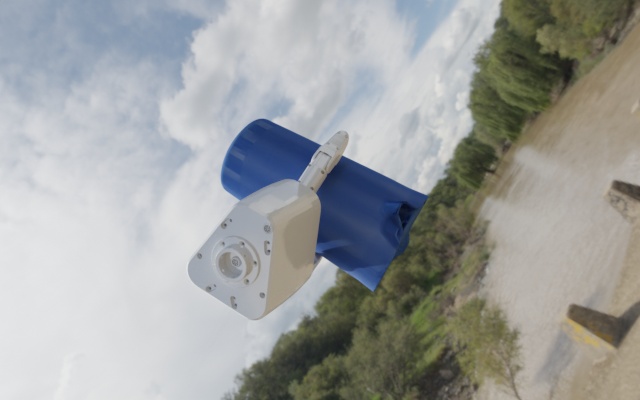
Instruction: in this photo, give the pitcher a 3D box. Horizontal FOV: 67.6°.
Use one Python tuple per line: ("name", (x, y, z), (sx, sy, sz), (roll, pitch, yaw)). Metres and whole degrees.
("pitcher", (0.000, 0.002, 0.608), (0.243, 0.149, 0.145), (30, 23, 11))
